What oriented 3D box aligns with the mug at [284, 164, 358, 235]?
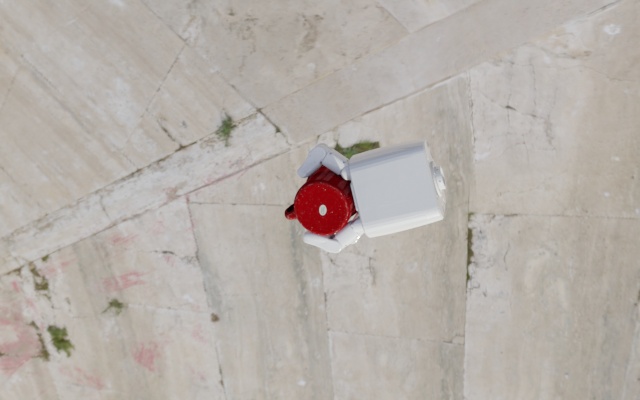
[{"bbox_3d":[-0.001,0.003,0.691,0.117,0.093,0.081,-15,14,21],"label":"mug"}]
